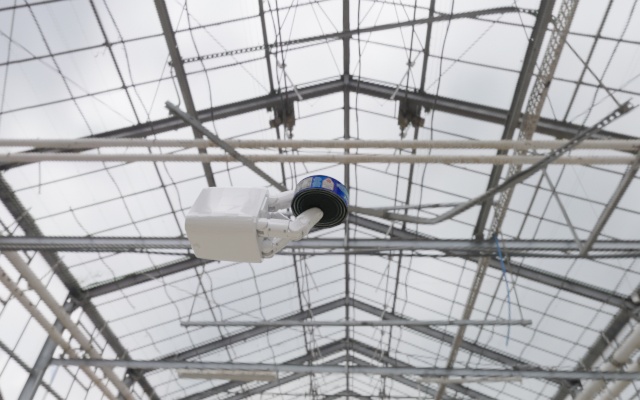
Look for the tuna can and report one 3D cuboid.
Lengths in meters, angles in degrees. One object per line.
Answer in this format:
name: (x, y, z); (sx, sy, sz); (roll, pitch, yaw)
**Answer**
tuna can: (0.000, 0.002, 0.717); (0.086, 0.033, 0.086); (6, -44, 5)
